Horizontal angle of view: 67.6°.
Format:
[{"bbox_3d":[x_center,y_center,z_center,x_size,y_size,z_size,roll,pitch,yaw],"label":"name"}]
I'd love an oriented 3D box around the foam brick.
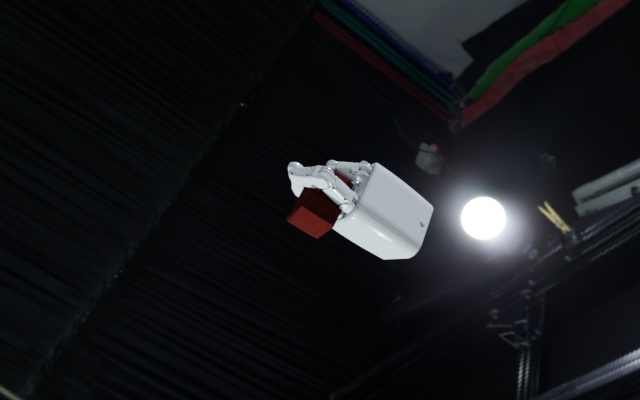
[{"bbox_3d":[0.000,0.002,0.641,0.051,0.078,0.053,35,-34,-11],"label":"foam brick"}]
